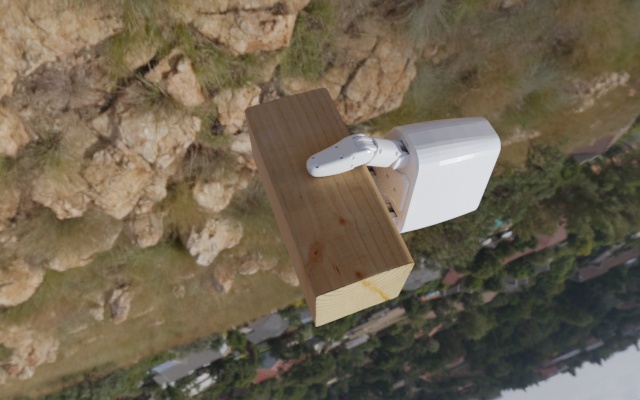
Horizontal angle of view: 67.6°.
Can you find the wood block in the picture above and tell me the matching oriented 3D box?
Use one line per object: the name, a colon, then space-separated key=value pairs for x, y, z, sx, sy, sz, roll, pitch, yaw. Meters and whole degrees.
wood block: x=0.001 y=0.001 z=0.470 sx=0.090 sy=0.206 sz=0.091 roll=-17 pitch=-28 yaw=-12
